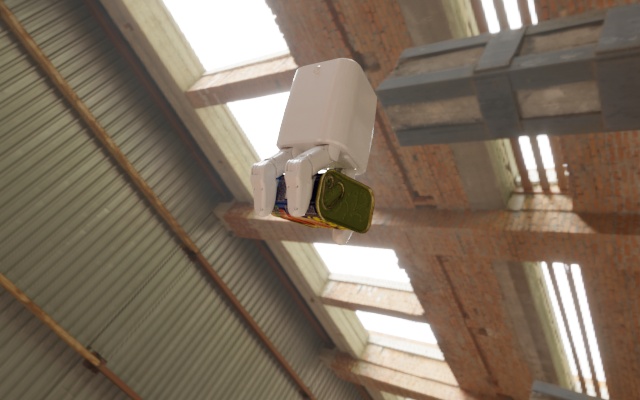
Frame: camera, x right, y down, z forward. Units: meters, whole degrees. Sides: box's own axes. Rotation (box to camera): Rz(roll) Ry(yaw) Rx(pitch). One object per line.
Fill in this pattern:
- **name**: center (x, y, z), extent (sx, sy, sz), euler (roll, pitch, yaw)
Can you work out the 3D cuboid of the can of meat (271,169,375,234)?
- **can of meat**: center (0.000, 0.002, 0.560), extent (0.084, 0.057, 0.102), euler (1, -14, 40)
